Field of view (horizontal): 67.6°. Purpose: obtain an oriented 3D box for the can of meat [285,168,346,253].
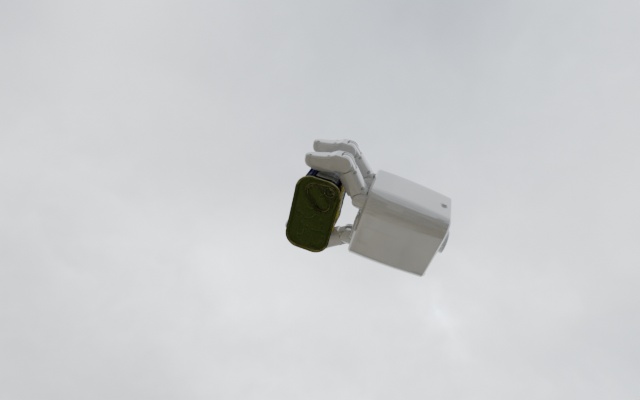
[{"bbox_3d":[0.000,0.002,0.622,0.057,0.102,0.084,18,28,8],"label":"can of meat"}]
